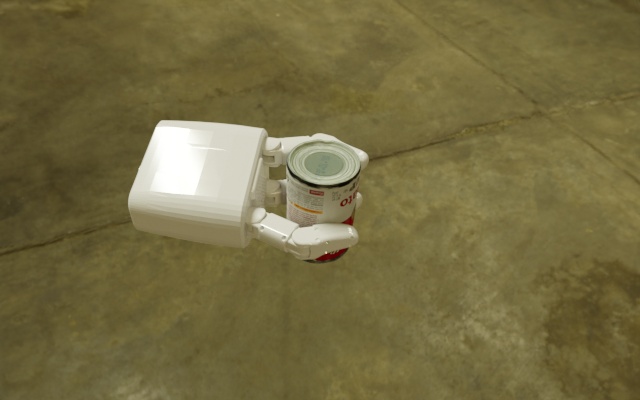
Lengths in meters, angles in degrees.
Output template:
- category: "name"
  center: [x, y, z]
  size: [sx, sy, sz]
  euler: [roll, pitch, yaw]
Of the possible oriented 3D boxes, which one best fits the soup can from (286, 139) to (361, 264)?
- category: "soup can"
  center: [0.001, 0.001, 0.453]
  size: [0.068, 0.102, 0.068]
  euler: [2, 43, -2]
